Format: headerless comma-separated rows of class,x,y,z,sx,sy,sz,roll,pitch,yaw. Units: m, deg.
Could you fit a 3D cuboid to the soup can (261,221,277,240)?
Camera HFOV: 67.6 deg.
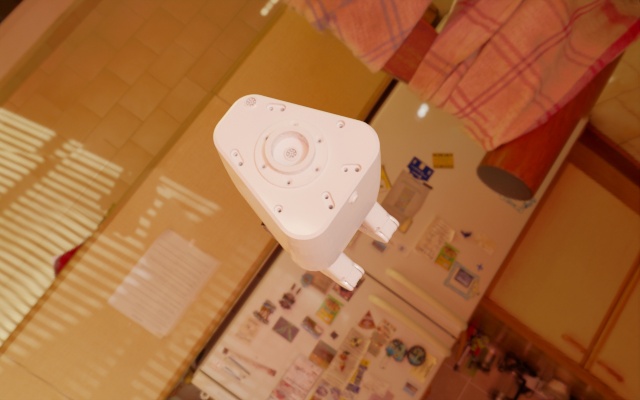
soup can,0.000,0.002,0.451,0.068,0.102,0.068,34,-12,8
